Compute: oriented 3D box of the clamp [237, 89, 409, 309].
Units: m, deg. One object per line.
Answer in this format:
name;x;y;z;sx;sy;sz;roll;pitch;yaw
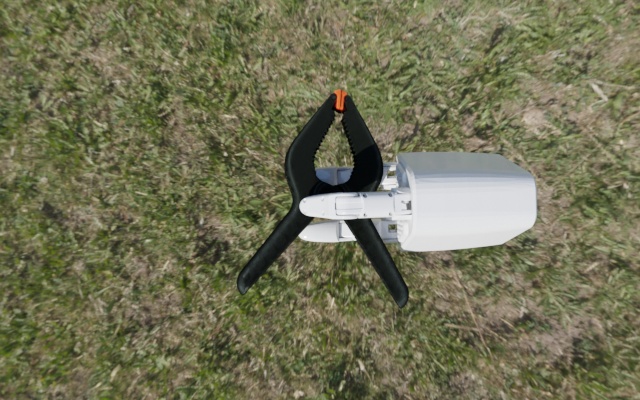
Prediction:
clamp;0.000;0.001;0.457;0.164;0.210;0.036;-2;0;-3
